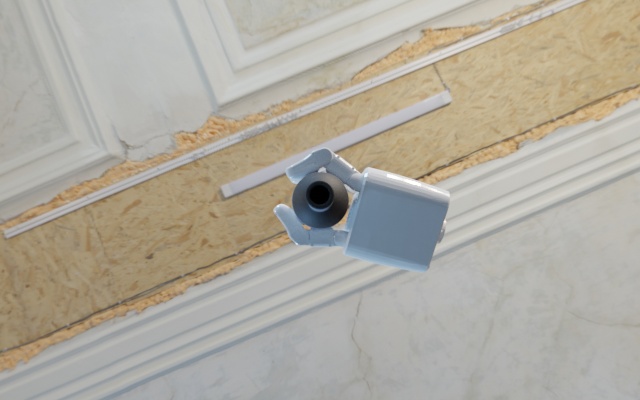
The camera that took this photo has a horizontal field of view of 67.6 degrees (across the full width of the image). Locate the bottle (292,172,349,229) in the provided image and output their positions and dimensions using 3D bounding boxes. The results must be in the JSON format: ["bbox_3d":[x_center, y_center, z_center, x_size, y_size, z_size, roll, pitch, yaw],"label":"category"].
[{"bbox_3d":[0.000,0.002,0.590,0.069,0.069,0.296,0,-3,0],"label":"bottle"}]
